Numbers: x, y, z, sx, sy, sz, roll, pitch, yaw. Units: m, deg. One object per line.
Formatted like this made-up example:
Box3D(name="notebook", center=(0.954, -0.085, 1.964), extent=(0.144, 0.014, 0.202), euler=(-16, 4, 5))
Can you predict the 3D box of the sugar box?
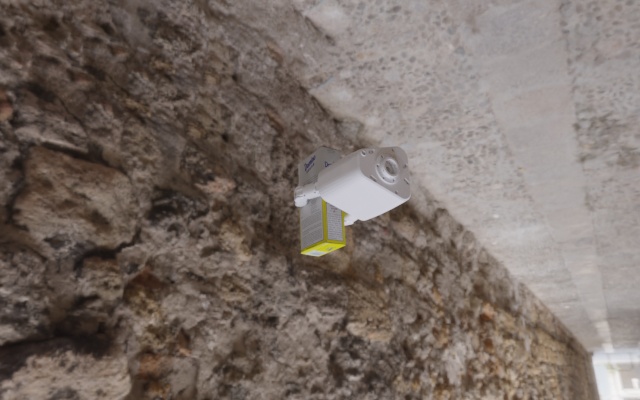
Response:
Box3D(name="sugar box", center=(0.001, 0.003, 0.847), extent=(0.048, 0.176, 0.093), euler=(12, -23, -29))
